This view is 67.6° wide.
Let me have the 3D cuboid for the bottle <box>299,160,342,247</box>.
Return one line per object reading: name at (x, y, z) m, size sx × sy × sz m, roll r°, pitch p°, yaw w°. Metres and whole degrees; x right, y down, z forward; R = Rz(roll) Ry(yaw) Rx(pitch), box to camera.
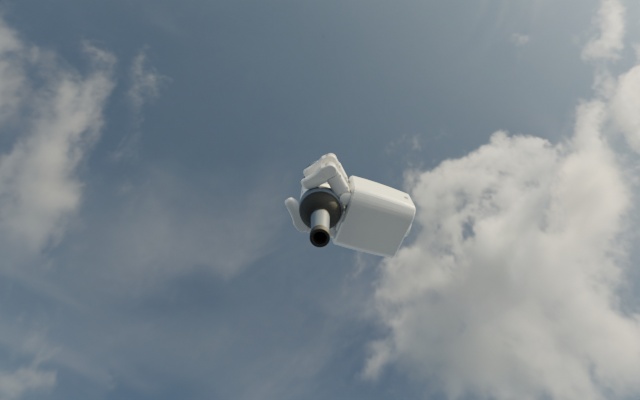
bottle at (0.000, 0.002, 0.773) m, size 0.069 × 0.069 × 0.295 m, roll 0°, pitch 19°, yaw 0°
